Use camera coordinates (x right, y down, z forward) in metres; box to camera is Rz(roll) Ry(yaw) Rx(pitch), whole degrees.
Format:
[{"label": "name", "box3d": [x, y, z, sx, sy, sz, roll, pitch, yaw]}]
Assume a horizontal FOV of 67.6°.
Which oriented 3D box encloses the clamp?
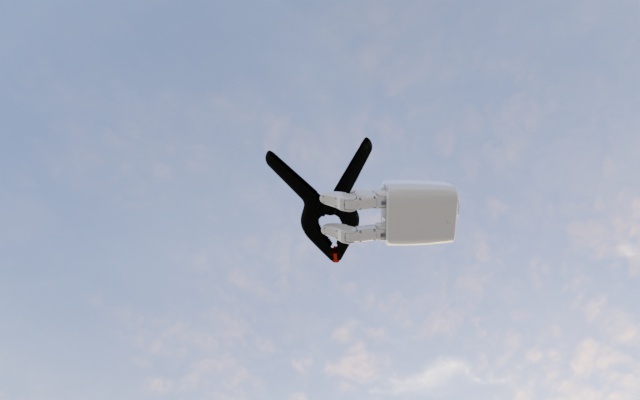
[{"label": "clamp", "box3d": [0.000, 0.003, 0.765, 0.164, 0.210, 0.036, 0, 24, 6]}]
